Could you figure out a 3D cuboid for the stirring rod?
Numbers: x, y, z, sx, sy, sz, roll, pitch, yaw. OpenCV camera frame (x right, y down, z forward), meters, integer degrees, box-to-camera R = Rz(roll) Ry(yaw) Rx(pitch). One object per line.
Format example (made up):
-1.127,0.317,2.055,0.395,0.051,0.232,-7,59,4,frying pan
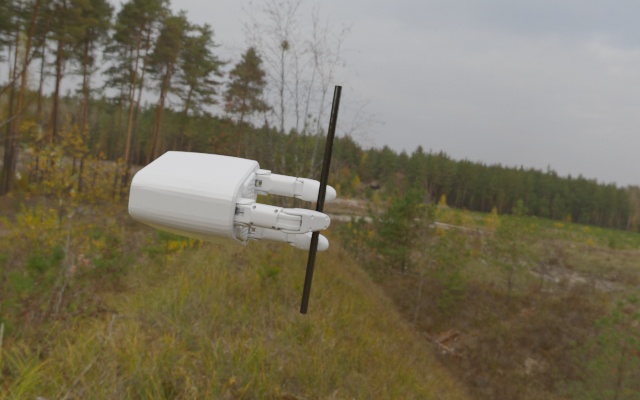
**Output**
0.000,0.002,0.499,0.011,0.239,0.011,9,6,-1,stirring rod
